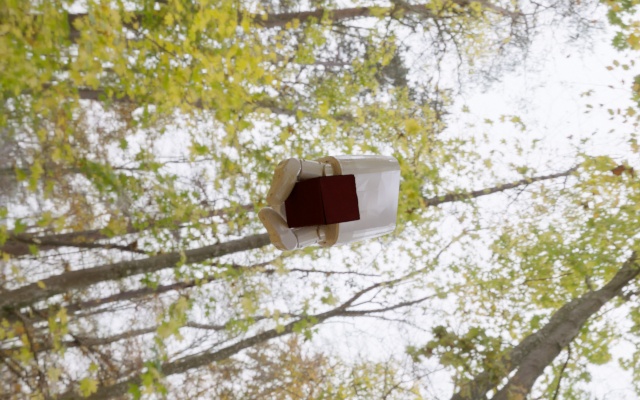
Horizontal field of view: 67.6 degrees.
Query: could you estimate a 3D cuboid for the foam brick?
[{"bbox_3d":[0.000,0.002,0.542,0.051,0.053,0.078,-5,-2,-35],"label":"foam brick"}]
